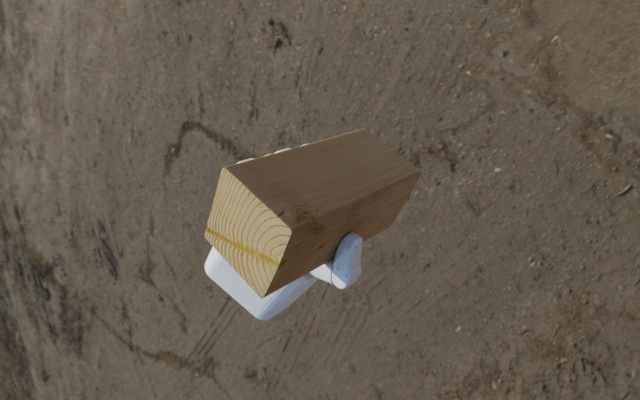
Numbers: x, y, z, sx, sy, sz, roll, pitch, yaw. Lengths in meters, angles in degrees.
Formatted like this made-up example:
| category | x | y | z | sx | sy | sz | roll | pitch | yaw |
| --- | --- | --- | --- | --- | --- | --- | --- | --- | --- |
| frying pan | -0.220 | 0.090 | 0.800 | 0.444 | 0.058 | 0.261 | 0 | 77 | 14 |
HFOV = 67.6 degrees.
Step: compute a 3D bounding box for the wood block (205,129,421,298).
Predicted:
| category | x | y | z | sx | sy | sz | roll | pitch | yaw |
| --- | --- | --- | --- | --- | --- | --- | --- | --- | --- |
| wood block | 0.000 | 0.002 | 0.486 | 0.090 | 0.090 | 0.206 | 42 | 39 | 23 |
